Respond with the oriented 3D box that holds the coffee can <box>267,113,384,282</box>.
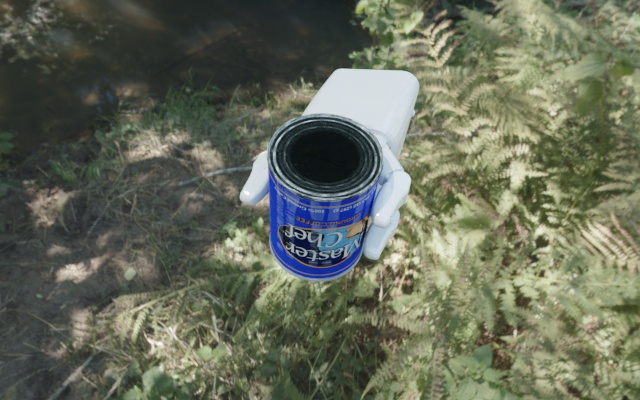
[{"bbox_3d":[0.000,0.002,0.467,0.103,0.102,0.140,0,-37,-5],"label":"coffee can"}]
